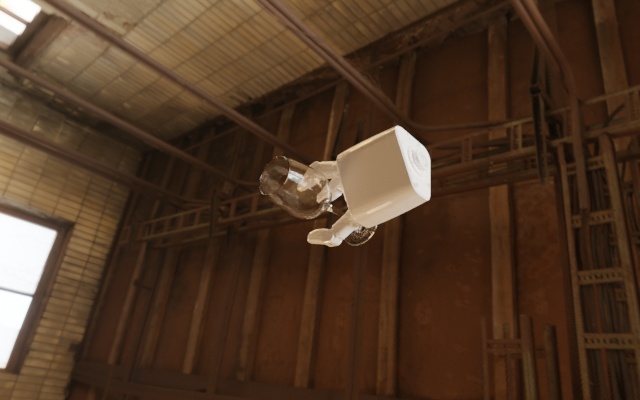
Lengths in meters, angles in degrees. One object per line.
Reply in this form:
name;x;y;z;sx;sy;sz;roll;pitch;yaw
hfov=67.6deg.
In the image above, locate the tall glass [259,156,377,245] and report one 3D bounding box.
tall glass;0.000;0.003;0.732;0.079;0.079;0.201;0;-22;45
